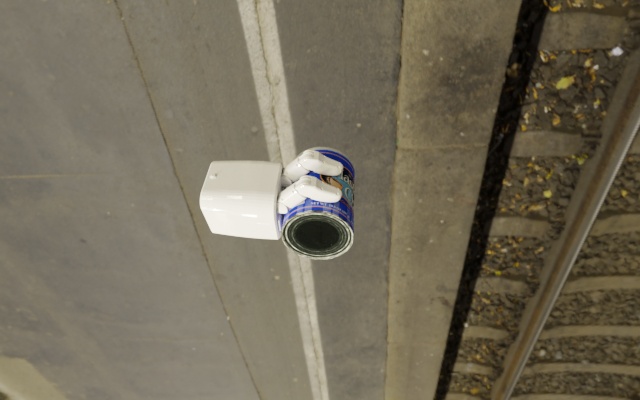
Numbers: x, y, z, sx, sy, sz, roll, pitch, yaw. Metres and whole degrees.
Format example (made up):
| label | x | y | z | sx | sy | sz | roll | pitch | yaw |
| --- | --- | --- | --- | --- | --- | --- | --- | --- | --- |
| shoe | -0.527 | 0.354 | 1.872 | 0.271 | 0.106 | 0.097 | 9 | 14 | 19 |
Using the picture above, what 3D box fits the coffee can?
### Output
| label | x | y | z | sx | sy | sz | roll | pitch | yaw |
| --- | --- | --- | --- | --- | --- | --- | --- | --- | --- |
| coffee can | 0.000 | 0.002 | 0.718 | 0.103 | 0.103 | 0.140 | 3 | 45 | 3 |
